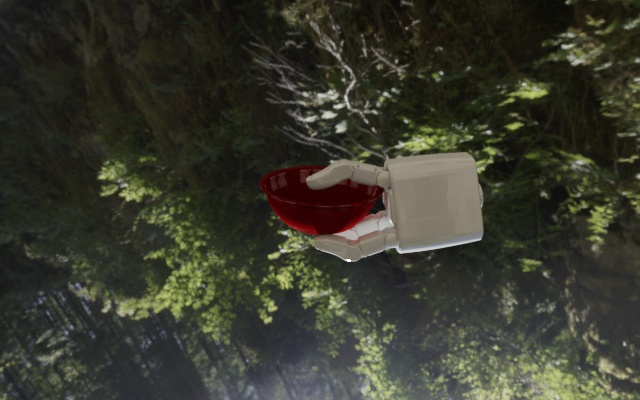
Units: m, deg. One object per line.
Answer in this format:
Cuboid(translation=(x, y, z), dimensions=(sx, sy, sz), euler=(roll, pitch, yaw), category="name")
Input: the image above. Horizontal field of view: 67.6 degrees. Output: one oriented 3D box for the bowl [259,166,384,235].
Cuboid(translation=(-0.001, 0.002, 0.628), dimensions=(0.162, 0.055, 0.162), euler=(3, 20, -1), category="bowl")
